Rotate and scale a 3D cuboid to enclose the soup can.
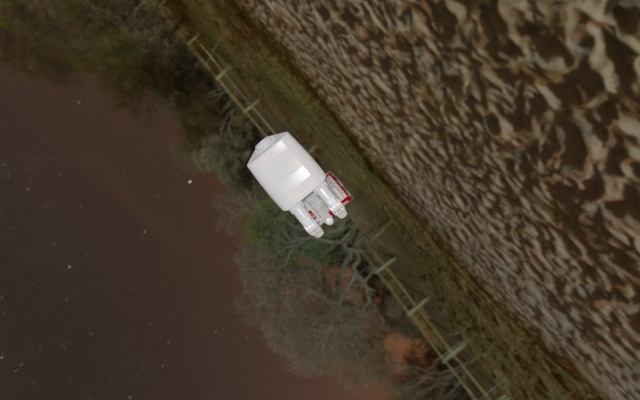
[{"bbox_3d":[0.000,0.003,0.880,0.102,0.068,0.068,-40,-1,1],"label":"soup can"}]
